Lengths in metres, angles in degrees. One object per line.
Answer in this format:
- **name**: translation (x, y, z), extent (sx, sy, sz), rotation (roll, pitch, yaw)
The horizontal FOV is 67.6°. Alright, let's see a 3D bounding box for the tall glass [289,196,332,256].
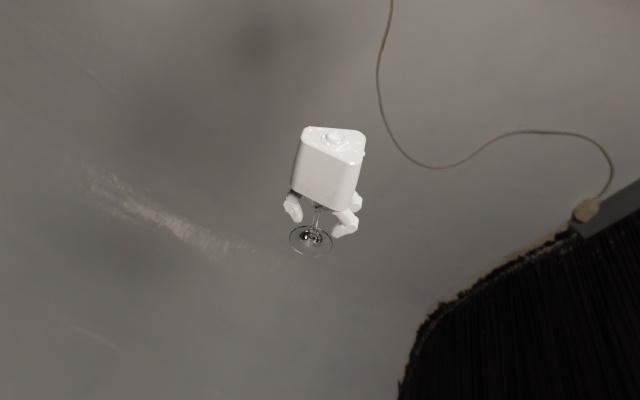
- **tall glass**: translation (0.000, 0.003, 0.875), extent (0.079, 0.079, 0.201), rotation (0, 42, 13)
